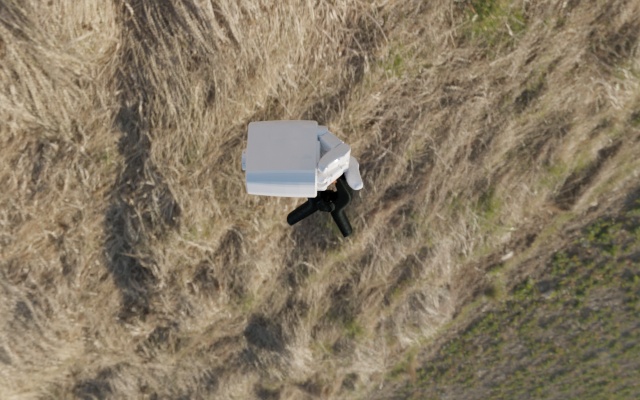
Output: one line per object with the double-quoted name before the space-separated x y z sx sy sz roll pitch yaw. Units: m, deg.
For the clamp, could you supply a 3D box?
"clamp" 0.000 0.003 0.816 0.120 0.039 0.172 3 -42 0
